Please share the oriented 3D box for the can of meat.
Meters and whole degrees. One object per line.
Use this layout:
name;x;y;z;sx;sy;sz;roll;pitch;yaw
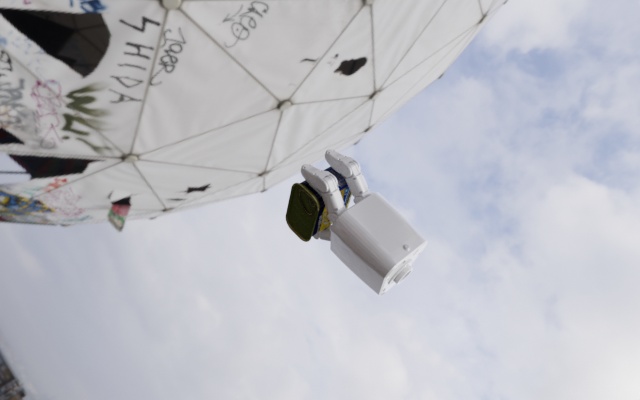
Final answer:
can of meat;0.000;0.002;0.731;0.084;0.102;0.057;-30;61;-34
